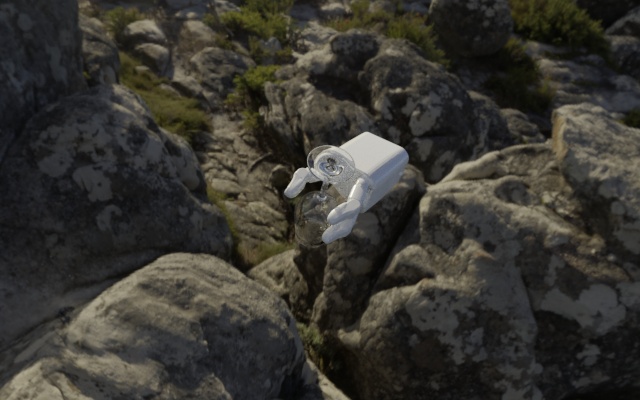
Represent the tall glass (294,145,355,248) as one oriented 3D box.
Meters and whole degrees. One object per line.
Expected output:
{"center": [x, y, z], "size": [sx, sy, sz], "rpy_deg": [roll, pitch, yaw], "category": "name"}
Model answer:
{"center": [0.000, 0.002, 0.794], "size": [0.079, 0.079, 0.201], "rpy_deg": [0, -36, -12], "category": "tall glass"}
